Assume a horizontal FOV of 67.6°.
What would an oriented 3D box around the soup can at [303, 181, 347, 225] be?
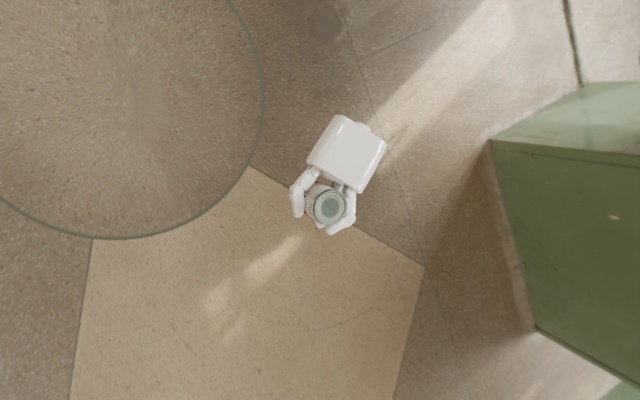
[{"bbox_3d":[0.000,0.003,0.890,0.068,0.068,0.102,0,11,-23],"label":"soup can"}]
